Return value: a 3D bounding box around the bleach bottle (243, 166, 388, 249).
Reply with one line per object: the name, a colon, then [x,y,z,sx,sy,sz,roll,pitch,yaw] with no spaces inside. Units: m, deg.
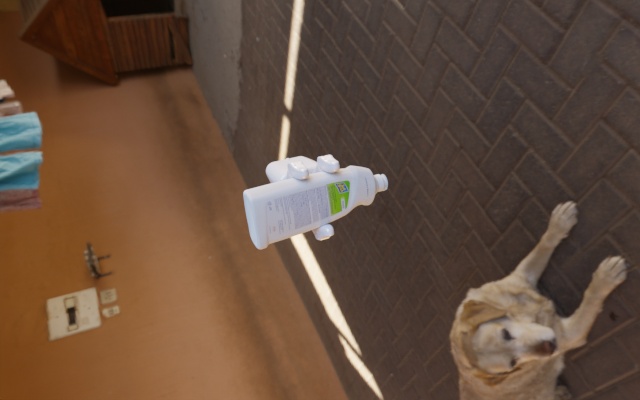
bleach bottle: [0.000,0.003,0.822,0.251,0.103,0.068,-14,23,-18]
